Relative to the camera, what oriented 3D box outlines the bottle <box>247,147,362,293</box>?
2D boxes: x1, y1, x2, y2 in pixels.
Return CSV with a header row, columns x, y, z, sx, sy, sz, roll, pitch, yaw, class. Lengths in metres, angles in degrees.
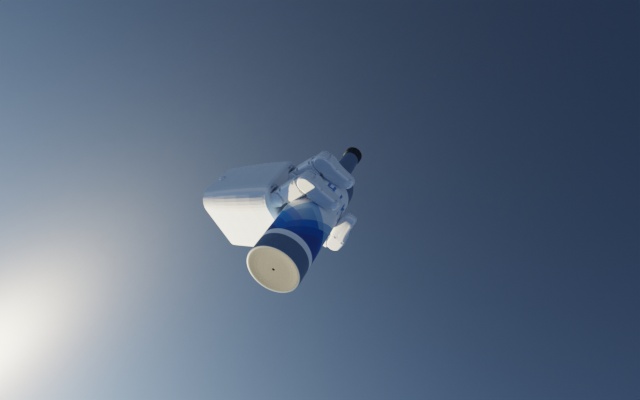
x,y,z,sx,sy,sz,roll,pitch,yaw,class
0.000,0.002,0.642,0.069,0.069,0.295,0,31,25,bottle
